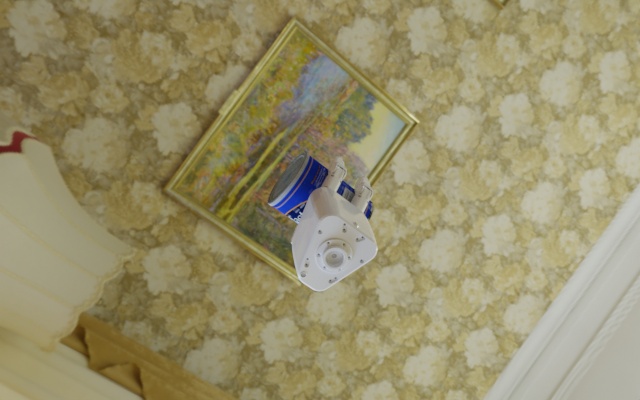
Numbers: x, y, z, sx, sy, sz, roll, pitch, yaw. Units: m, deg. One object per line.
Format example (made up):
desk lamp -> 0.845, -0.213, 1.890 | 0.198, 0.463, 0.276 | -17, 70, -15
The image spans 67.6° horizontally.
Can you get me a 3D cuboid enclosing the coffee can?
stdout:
coffee can -> 0.000, 0.002, 0.777 | 0.140, 0.103, 0.103 | 36, -11, -16
